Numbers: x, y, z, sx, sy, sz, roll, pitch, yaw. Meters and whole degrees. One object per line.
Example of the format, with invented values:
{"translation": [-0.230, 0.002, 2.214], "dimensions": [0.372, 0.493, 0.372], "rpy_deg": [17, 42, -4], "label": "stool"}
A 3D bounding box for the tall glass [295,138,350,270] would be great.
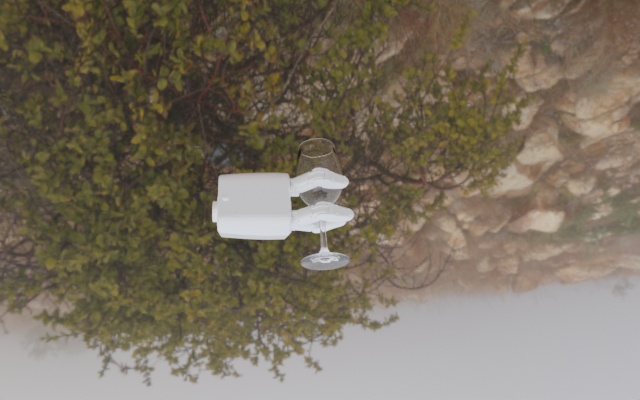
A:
{"translation": [0.000, 0.003, 0.754], "dimensions": [0.079, 0.201, 0.079], "rpy_deg": [-3, -26, -2], "label": "tall glass"}
